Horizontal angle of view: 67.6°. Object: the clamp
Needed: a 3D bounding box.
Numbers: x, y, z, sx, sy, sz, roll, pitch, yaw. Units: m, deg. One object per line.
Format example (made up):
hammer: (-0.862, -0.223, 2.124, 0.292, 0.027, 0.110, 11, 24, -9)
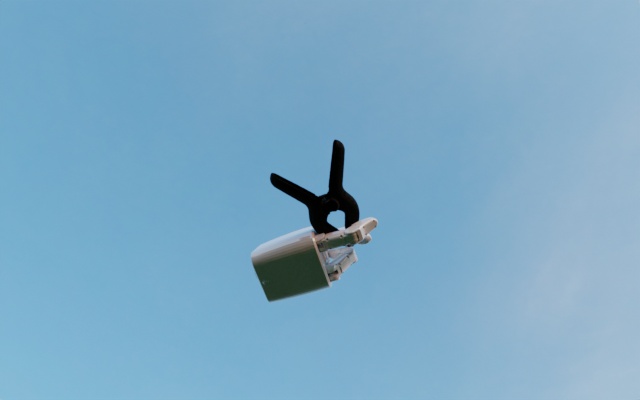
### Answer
clamp: (0.000, 0.002, 0.734, 0.120, 0.171, 0.039, -17, 20, 5)
